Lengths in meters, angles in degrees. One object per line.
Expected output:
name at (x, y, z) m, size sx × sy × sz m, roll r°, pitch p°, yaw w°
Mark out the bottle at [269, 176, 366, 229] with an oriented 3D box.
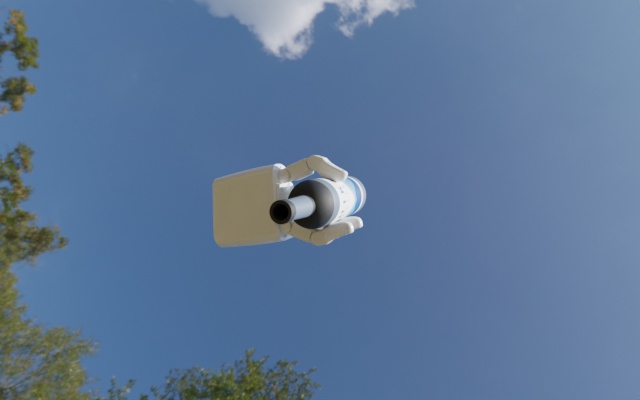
bottle at (0.000, 0.002, 0.668) m, size 0.069 × 0.069 × 0.295 m, roll 0°, pitch 4°, yaw 18°
